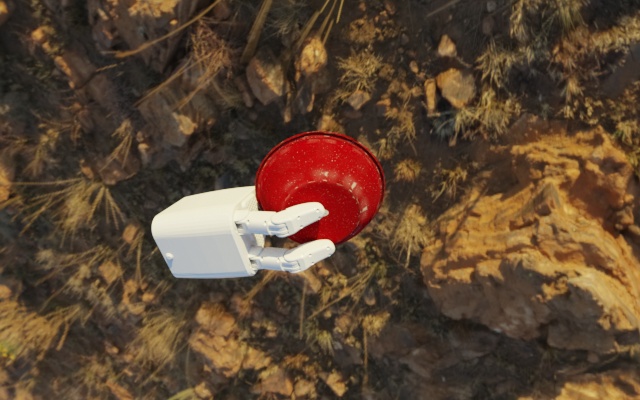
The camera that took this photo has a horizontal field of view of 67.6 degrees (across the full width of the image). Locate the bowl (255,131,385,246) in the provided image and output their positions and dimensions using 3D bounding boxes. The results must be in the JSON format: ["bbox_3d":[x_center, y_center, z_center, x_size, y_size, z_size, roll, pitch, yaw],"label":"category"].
[{"bbox_3d":[0.001,0.002,0.569,0.162,0.162,0.055,0,33,-2],"label":"bowl"}]
